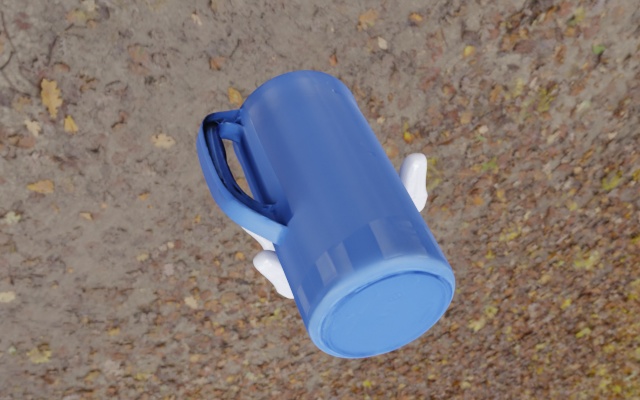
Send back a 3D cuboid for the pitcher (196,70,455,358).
[{"bbox_3d":[0.000,0.001,0.401,0.149,0.242,0.145,-27,-46,2],"label":"pitcher"}]
